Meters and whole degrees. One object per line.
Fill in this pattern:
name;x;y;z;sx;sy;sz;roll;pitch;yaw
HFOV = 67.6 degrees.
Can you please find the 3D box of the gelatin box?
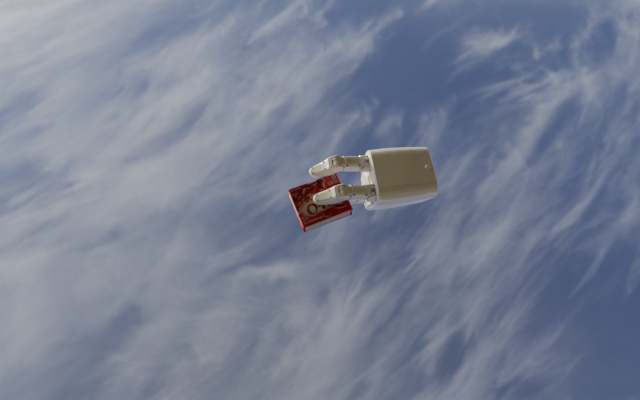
gelatin box;0.000;0.003;0.798;0.089;0.073;0.030;-20;-20;-8
